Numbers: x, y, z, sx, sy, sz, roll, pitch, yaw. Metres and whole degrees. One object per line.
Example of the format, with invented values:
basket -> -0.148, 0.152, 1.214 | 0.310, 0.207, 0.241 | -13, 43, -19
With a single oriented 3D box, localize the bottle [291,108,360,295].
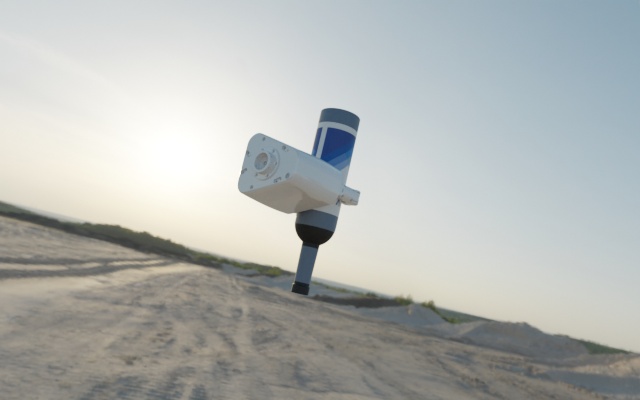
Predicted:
bottle -> 0.000, 0.002, 0.761 | 0.069, 0.295, 0.069 | 13, -9, 2
